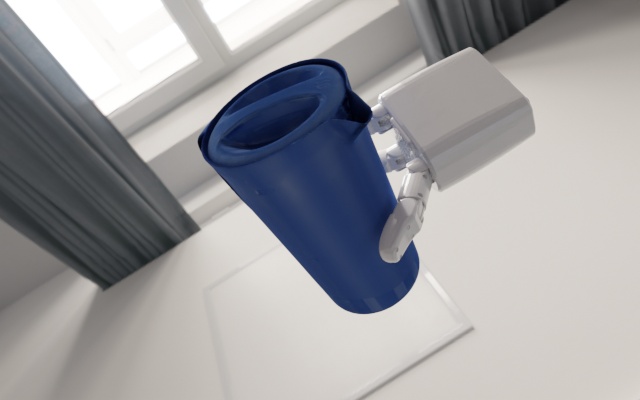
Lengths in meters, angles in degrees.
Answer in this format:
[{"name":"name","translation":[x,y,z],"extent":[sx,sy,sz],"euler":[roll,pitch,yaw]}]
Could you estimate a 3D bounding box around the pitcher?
[{"name":"pitcher","translation":[0.000,0.001,0.459],"extent":[0.145,0.243,0.149],"euler":[-32,38,0]}]
